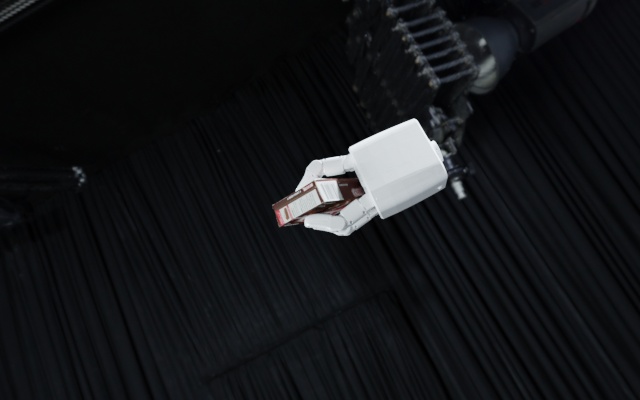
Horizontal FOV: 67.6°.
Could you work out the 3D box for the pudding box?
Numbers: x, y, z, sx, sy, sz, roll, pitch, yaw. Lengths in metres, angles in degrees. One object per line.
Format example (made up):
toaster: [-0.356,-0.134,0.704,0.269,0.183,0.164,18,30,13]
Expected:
pudding box: [0.000,0.002,0.699,0.090,0.039,0.113,-30,-17,34]
